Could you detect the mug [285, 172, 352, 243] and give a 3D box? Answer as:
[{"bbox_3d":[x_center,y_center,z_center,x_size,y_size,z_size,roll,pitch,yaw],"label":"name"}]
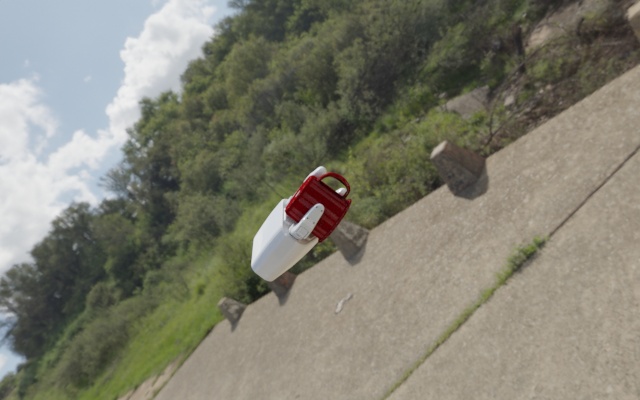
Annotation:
[{"bbox_3d":[0.001,0.002,0.804,0.081,0.117,0.093,37,25,-7],"label":"mug"}]
